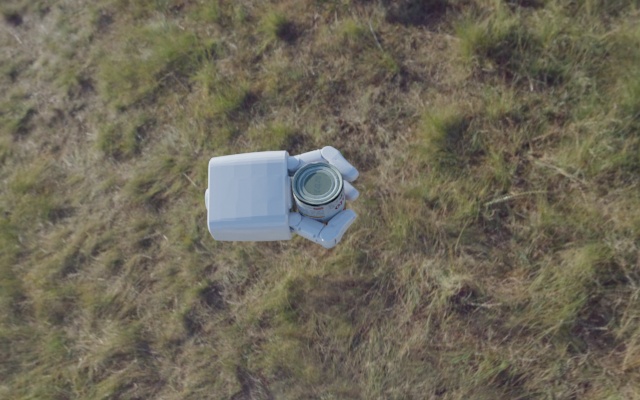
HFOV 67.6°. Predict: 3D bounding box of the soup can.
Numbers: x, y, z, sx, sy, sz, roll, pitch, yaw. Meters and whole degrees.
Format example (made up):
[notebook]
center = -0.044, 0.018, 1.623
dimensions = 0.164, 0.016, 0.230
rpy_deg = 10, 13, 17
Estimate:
[soup can]
center = 0.001, 0.002, 0.644
dimensions = 0.068, 0.068, 0.102
rpy_deg = 0, -30, 5
